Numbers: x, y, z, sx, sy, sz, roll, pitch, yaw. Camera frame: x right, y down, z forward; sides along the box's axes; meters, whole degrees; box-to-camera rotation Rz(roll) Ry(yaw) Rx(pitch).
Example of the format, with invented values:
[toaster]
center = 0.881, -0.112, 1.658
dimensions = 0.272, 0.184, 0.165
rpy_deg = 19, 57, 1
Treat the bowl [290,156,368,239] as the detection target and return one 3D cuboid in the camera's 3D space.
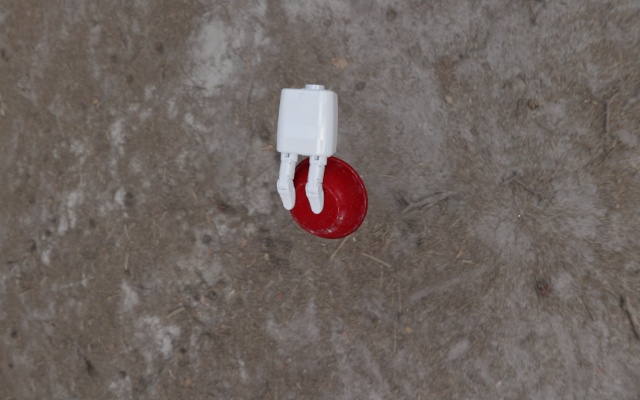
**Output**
[bowl]
center = 0.000, 0.004, 0.851
dimensions = 0.162, 0.162, 0.055
rpy_deg = 0, 18, 25
